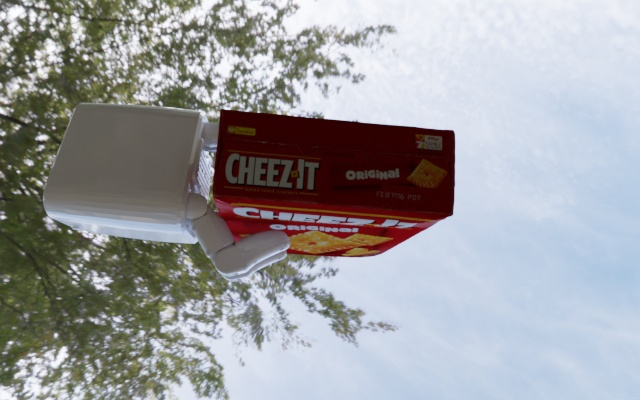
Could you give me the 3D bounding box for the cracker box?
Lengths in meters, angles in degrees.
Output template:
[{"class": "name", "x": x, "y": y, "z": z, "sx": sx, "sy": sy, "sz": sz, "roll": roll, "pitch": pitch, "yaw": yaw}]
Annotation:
[{"class": "cracker box", "x": 0.000, "y": 0.001, "z": 0.418, "sx": 0.164, "sy": 0.072, "sz": 0.214, "roll": 4, "pitch": -14, "yaw": -6}]
